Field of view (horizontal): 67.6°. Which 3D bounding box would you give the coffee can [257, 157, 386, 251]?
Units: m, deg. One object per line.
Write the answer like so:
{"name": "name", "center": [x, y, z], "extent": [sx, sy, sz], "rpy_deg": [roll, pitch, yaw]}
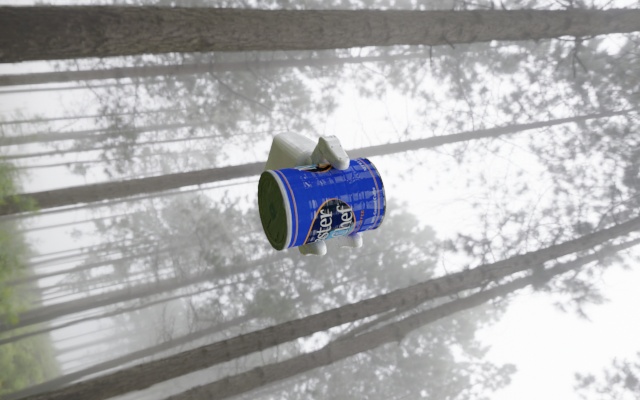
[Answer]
{"name": "coffee can", "center": [0.000, 0.002, 0.628], "extent": [0.140, 0.103, 0.103], "rpy_deg": [-10, 4, -25]}
